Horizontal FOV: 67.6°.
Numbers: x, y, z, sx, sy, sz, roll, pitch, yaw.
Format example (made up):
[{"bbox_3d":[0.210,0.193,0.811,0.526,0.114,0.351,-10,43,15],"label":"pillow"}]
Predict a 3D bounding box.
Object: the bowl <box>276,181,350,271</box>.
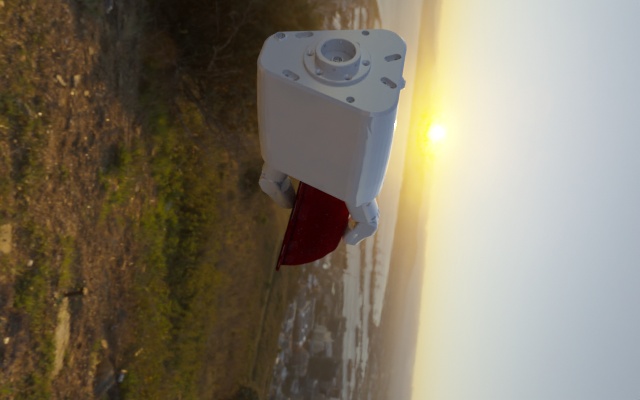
[{"bbox_3d":[0.000,0.002,0.501,0.055,0.162,0.162,16,-1,-4],"label":"bowl"}]
